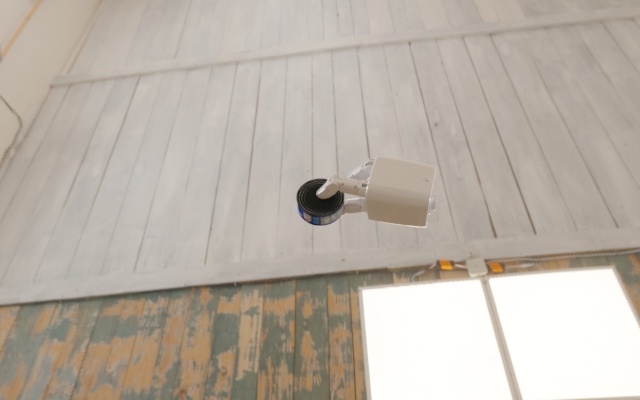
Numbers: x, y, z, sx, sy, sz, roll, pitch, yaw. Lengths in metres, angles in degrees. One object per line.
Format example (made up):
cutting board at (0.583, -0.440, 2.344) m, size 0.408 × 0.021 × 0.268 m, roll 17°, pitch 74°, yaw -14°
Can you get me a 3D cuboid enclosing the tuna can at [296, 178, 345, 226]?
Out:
tuna can at (0.000, 0.003, 0.857) m, size 0.086 × 0.086 × 0.034 m, roll 0°, pitch -38°, yaw 2°
